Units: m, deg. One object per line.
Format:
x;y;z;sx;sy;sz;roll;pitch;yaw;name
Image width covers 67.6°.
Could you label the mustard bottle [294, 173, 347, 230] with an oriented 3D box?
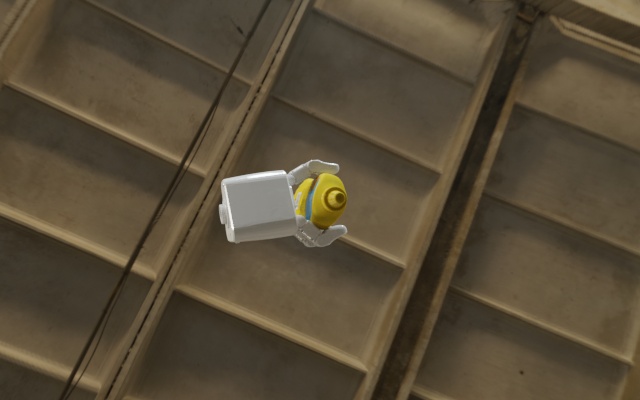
0.000;0.003;0.829;0.058;0.096;0.191;17;-9;-16;mustard bottle
